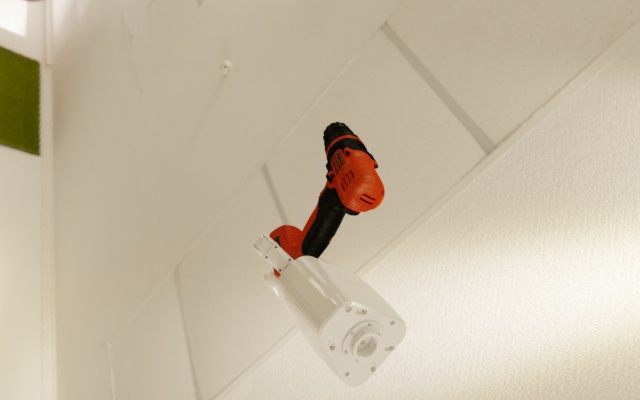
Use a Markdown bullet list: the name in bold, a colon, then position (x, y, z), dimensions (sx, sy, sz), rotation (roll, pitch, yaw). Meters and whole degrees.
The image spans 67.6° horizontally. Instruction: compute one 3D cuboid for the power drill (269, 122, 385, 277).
- **power drill**: position (0.000, 0.003, 0.615), dimensions (0.057, 0.188, 0.184), rotation (23, 25, -22)
